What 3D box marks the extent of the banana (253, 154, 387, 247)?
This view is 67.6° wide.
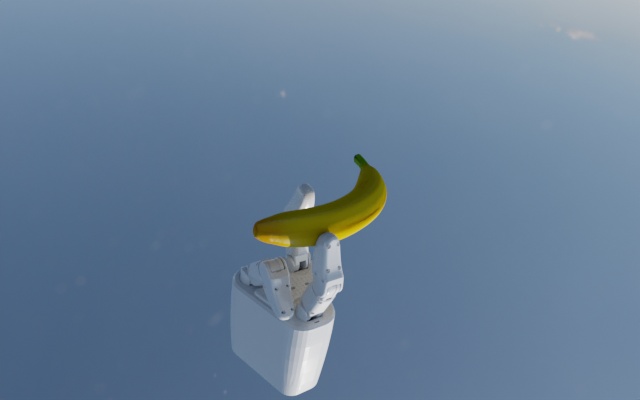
[{"bbox_3d":[0.018,0.007,0.477,0.069,0.037,0.197,24,33,23],"label":"banana"}]
